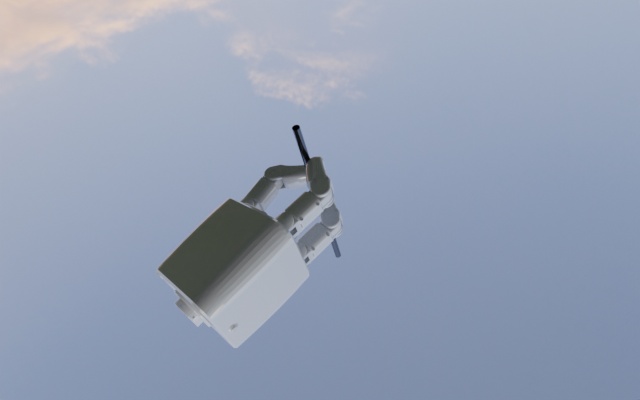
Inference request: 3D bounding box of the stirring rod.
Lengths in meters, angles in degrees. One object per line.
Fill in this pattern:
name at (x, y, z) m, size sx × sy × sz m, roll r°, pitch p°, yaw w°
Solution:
stirring rod at (0.000, 0.002, 0.556) m, size 0.011 × 0.011 × 0.240 m, roll 0°, pitch -37°, yaw 14°
